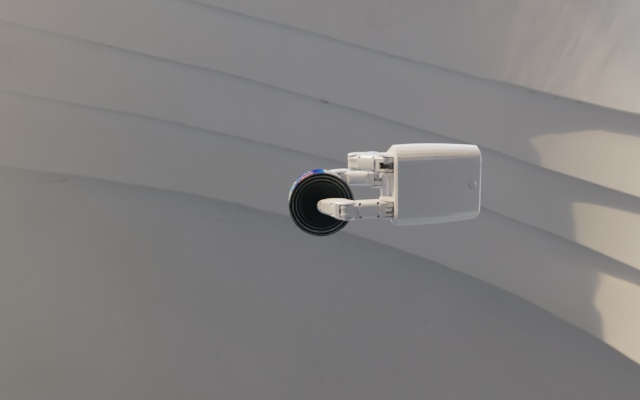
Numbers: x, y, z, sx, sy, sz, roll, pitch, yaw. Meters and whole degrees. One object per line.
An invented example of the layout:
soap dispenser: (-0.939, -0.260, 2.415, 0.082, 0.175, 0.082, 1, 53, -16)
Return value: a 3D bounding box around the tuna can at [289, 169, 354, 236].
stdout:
tuna can: (0.000, 0.002, 0.636, 0.086, 0.086, 0.033, 0, 14, -6)
